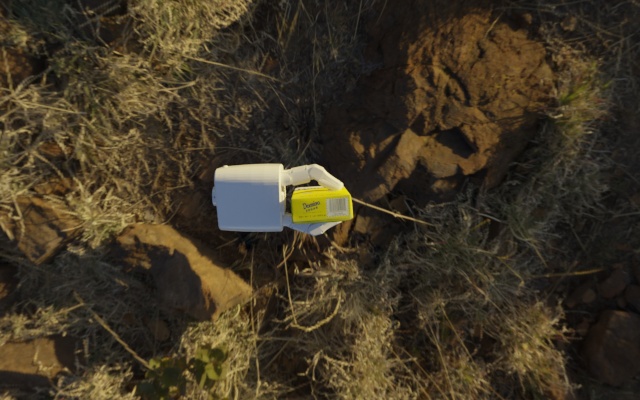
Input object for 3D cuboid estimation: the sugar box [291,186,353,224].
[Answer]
[{"bbox_3d":[0.000,0.002,0.802,0.093,0.048,0.176,-4,9,-1],"label":"sugar box"}]
